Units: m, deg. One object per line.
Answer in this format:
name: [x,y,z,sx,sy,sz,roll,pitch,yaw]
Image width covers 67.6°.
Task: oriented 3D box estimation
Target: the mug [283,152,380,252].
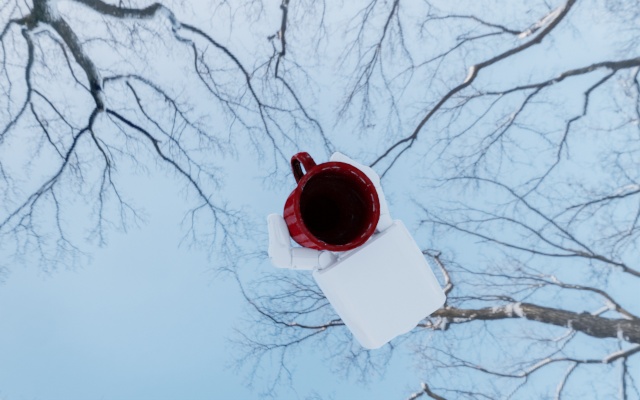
mug: [-0.001,0.001,0.519,0.093,0.117,0.081,-32,1,-20]
